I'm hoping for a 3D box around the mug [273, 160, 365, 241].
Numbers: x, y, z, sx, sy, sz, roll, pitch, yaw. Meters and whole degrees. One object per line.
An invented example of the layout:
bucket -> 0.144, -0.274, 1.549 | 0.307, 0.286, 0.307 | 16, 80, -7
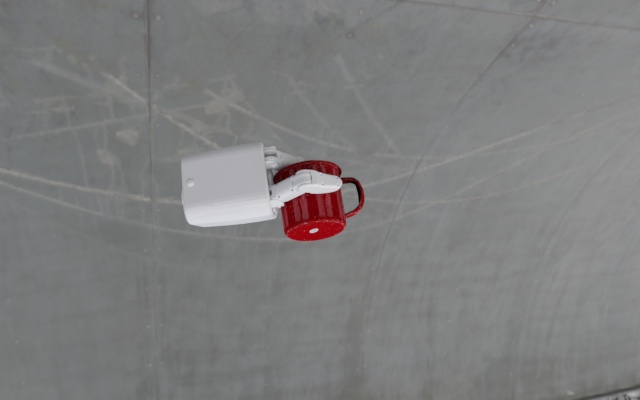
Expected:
mug -> 0.002, 0.002, 0.629 | 0.117, 0.081, 0.093 | -8, -22, -1
